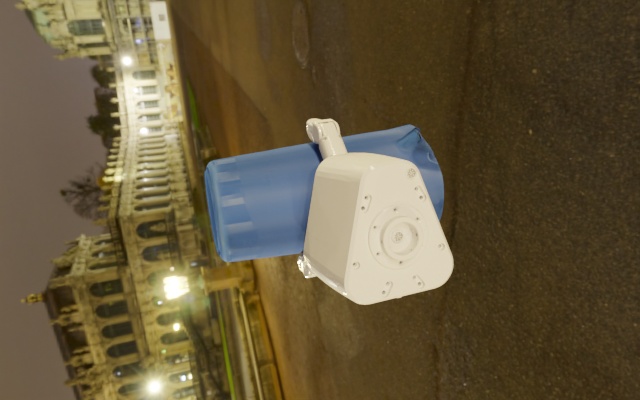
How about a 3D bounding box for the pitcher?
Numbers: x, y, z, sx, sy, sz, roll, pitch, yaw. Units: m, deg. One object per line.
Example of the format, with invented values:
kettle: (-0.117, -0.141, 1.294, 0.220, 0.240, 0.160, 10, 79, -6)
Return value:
pitcher: (0.000, 0.002, 0.538, 0.243, 0.149, 0.145, -9, 10, -16)
